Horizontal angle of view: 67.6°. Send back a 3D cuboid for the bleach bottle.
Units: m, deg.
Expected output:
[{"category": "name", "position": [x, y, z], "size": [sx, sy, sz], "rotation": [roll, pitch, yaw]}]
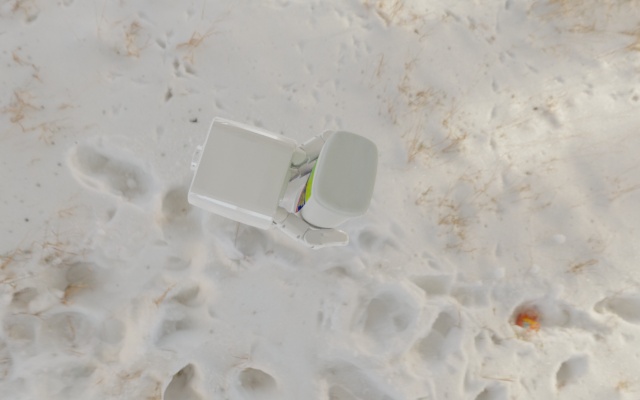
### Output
[{"category": "bleach bottle", "position": [0.000, 0.002, 0.637], "size": [0.068, 0.102, 0.251], "rotation": [18, -21, -9]}]
